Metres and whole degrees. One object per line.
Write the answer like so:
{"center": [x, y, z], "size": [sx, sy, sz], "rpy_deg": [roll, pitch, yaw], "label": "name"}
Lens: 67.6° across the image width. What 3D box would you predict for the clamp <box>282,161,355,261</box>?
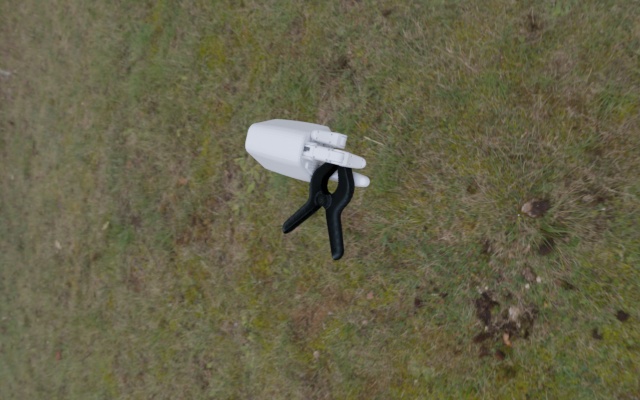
{"center": [0.000, 0.002, 0.790], "size": [0.120, 0.171, 0.039], "rpy_deg": [15, 4, 22], "label": "clamp"}
